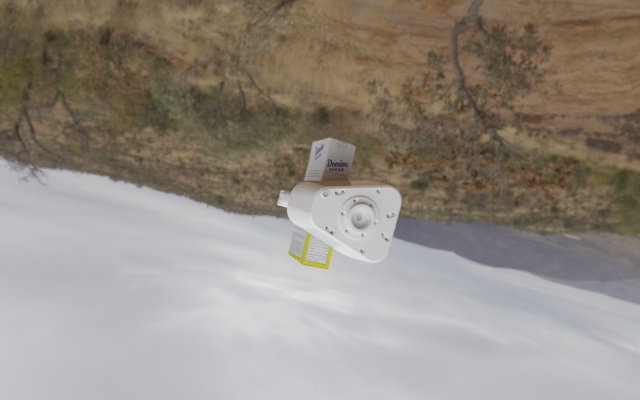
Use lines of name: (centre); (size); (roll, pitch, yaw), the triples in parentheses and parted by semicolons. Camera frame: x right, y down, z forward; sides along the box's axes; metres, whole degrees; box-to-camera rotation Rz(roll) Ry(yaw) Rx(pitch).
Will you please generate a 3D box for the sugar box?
sugar box: (0.001, 0.002, 0.682); (0.048, 0.176, 0.093); (16, -1, -17)
